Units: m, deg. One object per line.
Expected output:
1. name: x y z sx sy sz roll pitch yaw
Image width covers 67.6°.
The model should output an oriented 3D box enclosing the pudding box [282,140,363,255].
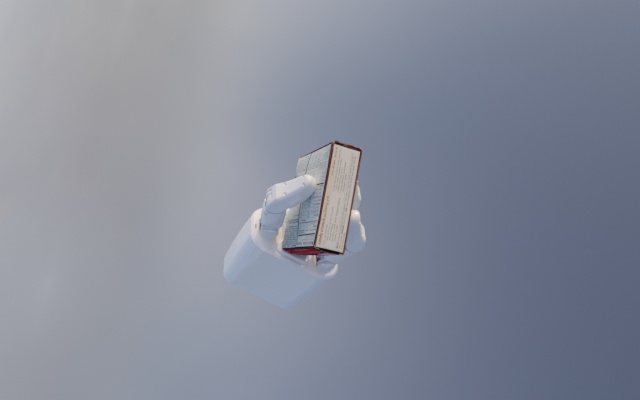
1. pudding box: 0.000 0.002 0.506 0.039 0.113 0.090 14 -11 -24
